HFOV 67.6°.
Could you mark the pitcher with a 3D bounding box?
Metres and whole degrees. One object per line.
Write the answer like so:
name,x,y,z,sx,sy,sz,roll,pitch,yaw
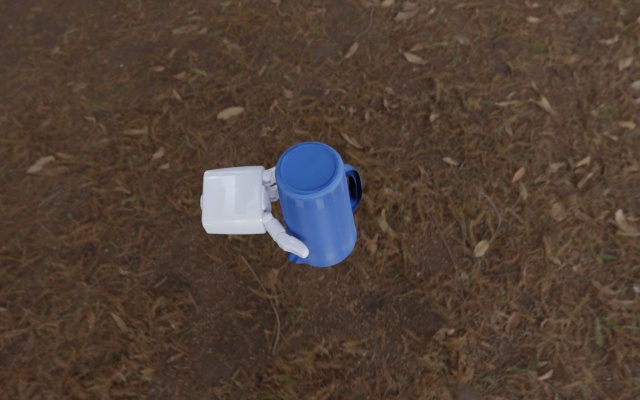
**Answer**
pitcher,0.000,0.003,0.830,0.145,0.149,0.243,-1,-30,5
